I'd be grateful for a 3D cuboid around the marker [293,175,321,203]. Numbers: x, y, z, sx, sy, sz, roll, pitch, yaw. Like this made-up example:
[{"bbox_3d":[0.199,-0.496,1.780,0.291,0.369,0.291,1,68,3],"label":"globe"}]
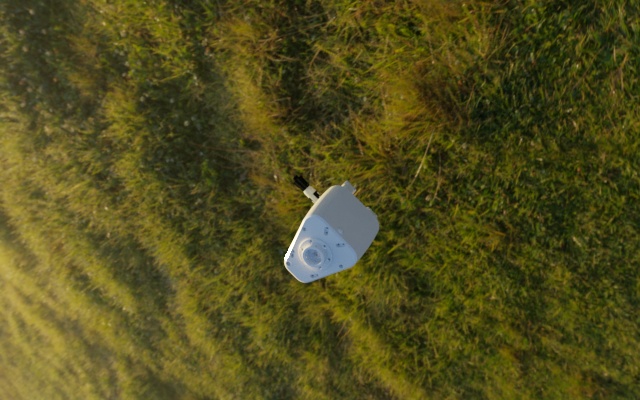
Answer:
[{"bbox_3d":[0.000,0.003,0.794,0.121,0.020,0.020,44,0,0],"label":"marker"}]
